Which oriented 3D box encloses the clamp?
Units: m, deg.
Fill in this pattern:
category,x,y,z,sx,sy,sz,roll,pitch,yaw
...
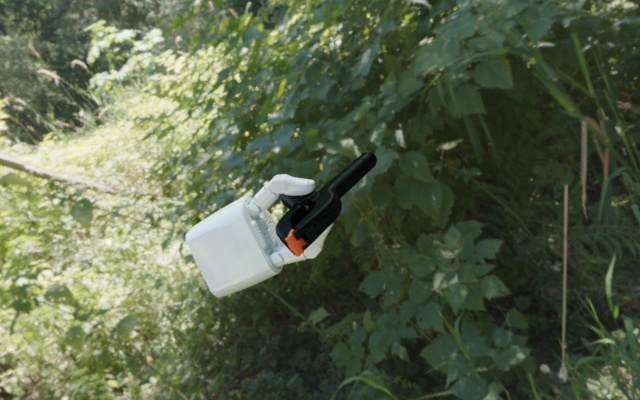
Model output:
category,x,y,z,sx,sy,sz,roll,pitch,yaw
clamp,-0.001,0.002,0.639,0.164,0.036,0.210,-28,17,18
